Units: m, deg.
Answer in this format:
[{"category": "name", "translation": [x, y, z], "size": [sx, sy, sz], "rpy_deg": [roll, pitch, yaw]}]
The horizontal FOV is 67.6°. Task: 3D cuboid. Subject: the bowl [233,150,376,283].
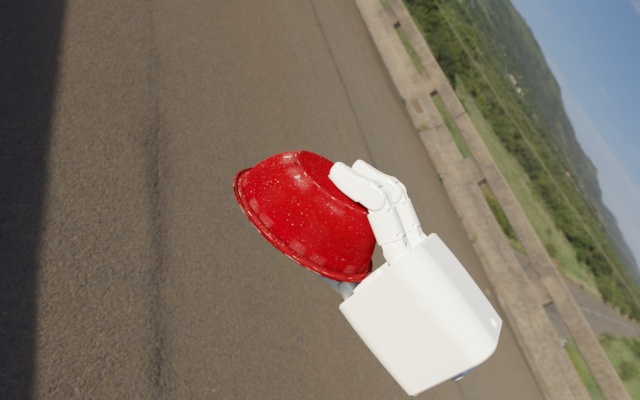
[{"category": "bowl", "translation": [-0.001, 0.000, 0.457], "size": [0.162, 0.055, 0.162], "rpy_deg": [32, 21, -14]}]
